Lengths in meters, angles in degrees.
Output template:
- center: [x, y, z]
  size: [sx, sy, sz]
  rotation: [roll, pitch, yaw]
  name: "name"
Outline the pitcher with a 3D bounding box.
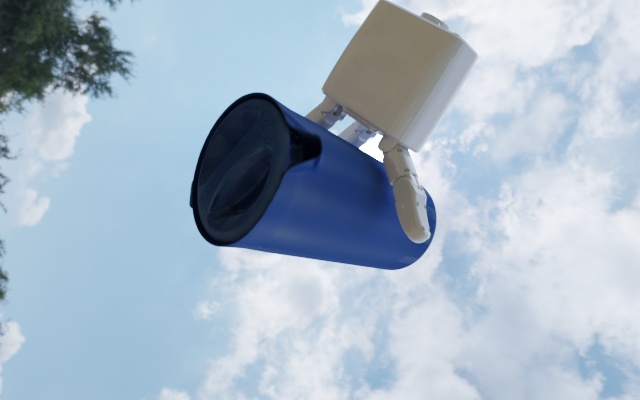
- center: [0.000, 0.001, 0.481]
  size: [0.243, 0.145, 0.149]
  rotation: [19, 18, -42]
  name: "pitcher"
